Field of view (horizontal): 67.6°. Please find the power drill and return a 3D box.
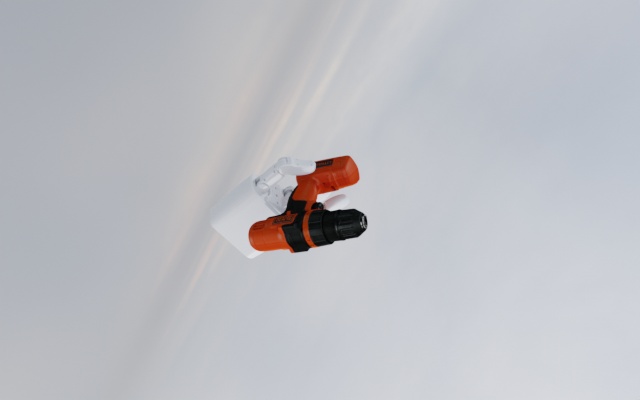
[{"bbox_3d":[0.000,0.002,0.719,0.184,0.057,0.187,-8,30,27],"label":"power drill"}]
